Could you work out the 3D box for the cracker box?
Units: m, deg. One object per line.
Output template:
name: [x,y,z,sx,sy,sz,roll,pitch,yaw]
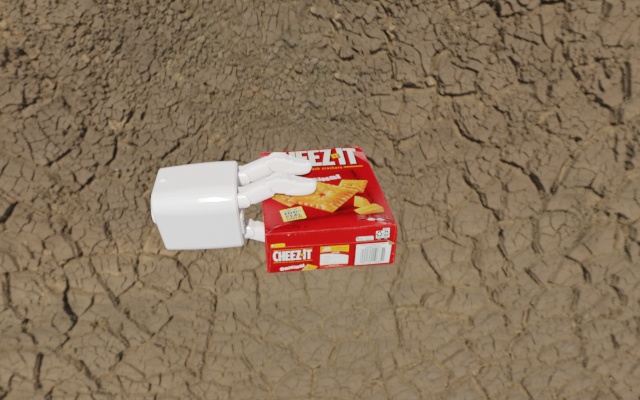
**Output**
cracker box: [0.000,0.002,0.664,0.164,0.072,0.213,-4,34,-7]
